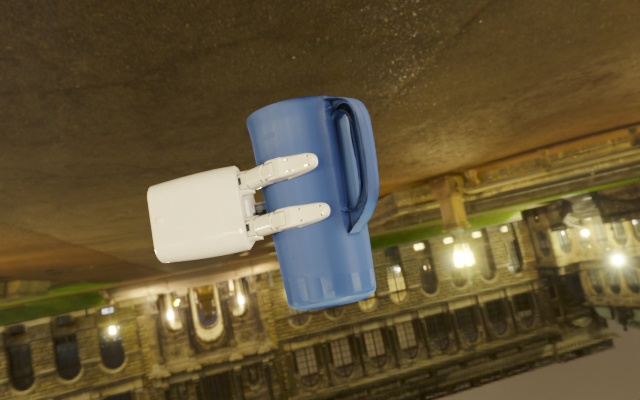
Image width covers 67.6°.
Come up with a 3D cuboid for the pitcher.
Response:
[{"bbox_3d":[0.000,0.002,0.577,0.145,0.243,0.149,-11,-7,2],"label":"pitcher"}]
